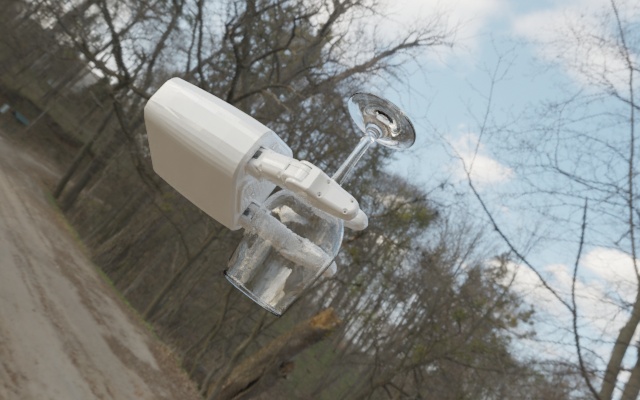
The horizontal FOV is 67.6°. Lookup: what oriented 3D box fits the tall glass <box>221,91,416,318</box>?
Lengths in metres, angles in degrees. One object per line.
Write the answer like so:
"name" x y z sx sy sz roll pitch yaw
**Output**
"tall glass" 0.001 0.001 0.418 0.079 0.201 0.079 33 -18 12
